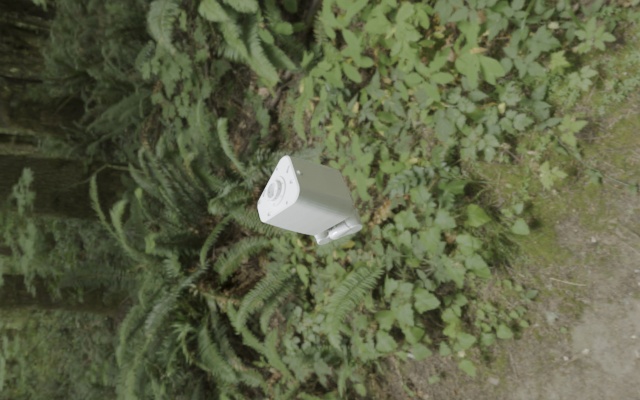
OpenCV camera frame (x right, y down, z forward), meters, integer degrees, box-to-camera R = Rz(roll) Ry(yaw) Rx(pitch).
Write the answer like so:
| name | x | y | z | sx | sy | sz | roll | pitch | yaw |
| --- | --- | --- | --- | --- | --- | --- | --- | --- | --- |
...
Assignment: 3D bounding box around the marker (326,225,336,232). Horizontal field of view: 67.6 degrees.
| name | x | y | z | sx | sy | sz | roll | pitch | yaw |
| --- | --- | --- | --- | --- | --- | --- | --- | --- | --- |
| marker | 0.000 | 0.003 | 0.836 | 0.020 | 0.121 | 0.020 | -13 | -39 | -10 |
